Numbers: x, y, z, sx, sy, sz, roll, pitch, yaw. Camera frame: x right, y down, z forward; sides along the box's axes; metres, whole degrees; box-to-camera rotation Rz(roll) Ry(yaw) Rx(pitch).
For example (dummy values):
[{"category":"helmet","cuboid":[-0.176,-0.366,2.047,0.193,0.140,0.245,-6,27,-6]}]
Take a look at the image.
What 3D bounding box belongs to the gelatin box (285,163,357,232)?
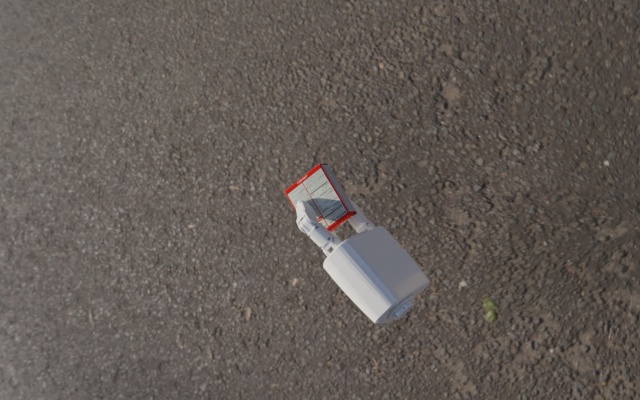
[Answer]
[{"category":"gelatin box","cuboid":[0.000,0.002,0.695,0.073,0.089,0.030,-37,-15,25]}]
